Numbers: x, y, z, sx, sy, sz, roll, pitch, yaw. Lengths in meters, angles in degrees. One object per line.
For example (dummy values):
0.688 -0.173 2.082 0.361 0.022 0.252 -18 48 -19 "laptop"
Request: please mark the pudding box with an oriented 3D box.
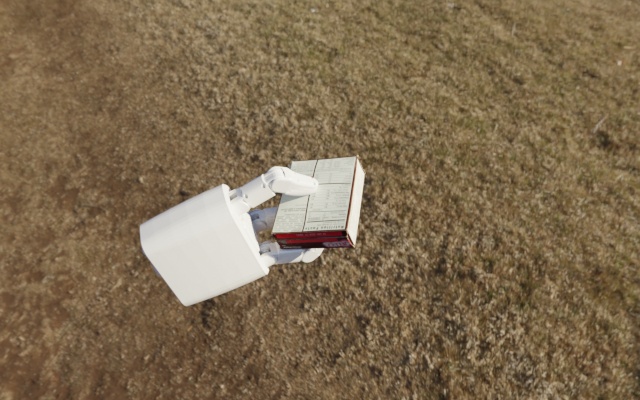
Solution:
0.000 0.002 0.555 0.090 0.113 0.039 -3 -37 19 "pudding box"
